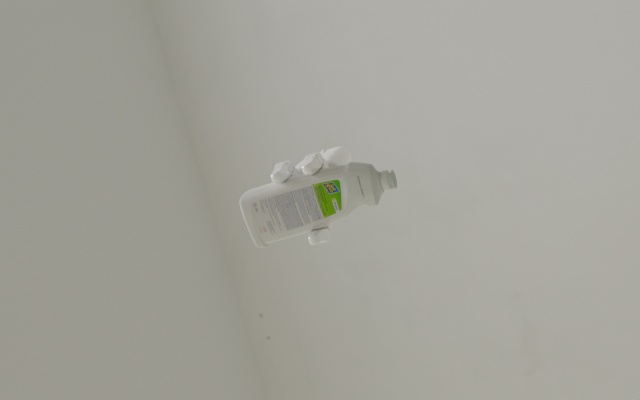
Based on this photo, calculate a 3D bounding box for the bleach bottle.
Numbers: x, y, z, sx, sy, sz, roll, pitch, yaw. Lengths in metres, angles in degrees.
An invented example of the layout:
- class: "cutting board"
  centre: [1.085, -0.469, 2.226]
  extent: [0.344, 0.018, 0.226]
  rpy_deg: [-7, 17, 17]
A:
- class: "bleach bottle"
  centre: [0.000, 0.002, 0.765]
  extent: [0.251, 0.102, 0.068]
  rpy_deg: [-13, 18, 21]
